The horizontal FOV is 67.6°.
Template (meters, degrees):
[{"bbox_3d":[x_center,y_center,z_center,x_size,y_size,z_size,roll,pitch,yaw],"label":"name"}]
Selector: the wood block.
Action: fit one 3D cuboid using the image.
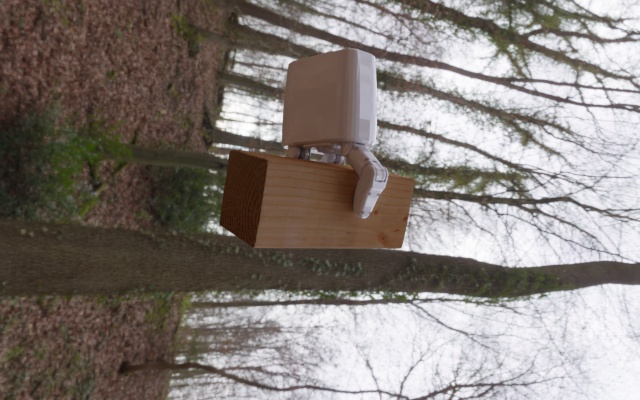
[{"bbox_3d":[0.000,0.002,0.557,0.206,0.090,0.091,4,10,-36],"label":"wood block"}]
